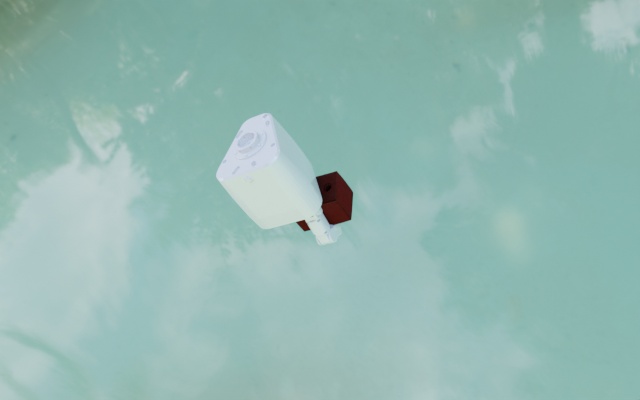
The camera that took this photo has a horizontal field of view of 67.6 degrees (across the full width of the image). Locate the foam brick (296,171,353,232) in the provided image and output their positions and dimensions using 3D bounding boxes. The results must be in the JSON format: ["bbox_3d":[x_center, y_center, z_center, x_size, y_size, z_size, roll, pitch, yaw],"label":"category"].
[{"bbox_3d":[0.000,0.002,0.669,0.078,0.053,0.051,-15,-43,22],"label":"foam brick"}]
